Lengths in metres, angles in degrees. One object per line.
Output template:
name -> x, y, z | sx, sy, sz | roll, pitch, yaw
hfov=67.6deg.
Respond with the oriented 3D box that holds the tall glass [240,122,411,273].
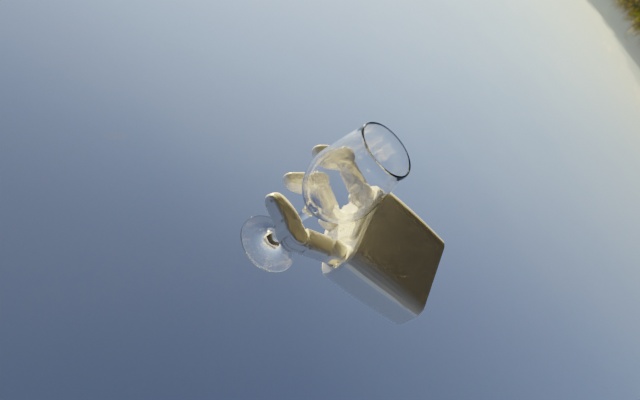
tall glass -> 0.000, 0.002, 0.497 | 0.079, 0.079, 0.201 | 0, -30, -44
